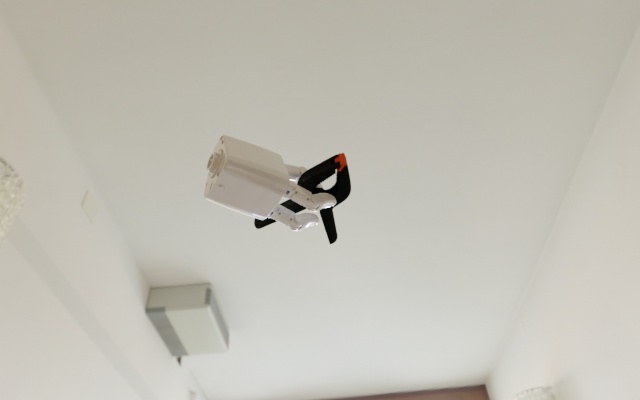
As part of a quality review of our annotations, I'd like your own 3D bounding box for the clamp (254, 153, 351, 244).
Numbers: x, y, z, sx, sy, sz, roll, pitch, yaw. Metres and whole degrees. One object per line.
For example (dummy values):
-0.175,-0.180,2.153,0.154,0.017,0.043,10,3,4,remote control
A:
0.000,0.002,0.838,0.164,0.036,0.210,19,-49,-28,clamp
